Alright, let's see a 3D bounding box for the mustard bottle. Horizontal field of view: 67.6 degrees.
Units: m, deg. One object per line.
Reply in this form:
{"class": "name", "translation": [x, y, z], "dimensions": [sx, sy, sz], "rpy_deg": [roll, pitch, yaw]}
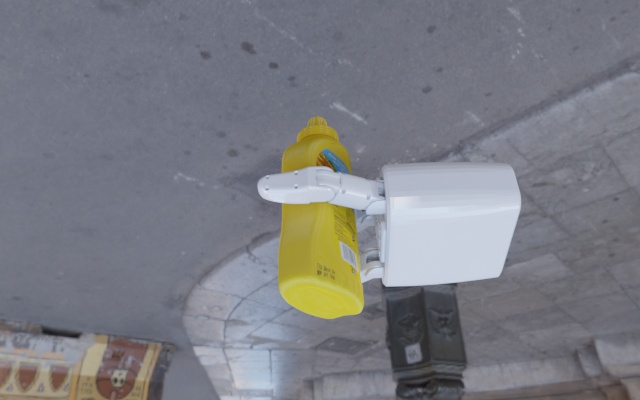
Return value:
{"class": "mustard bottle", "translation": [0.000, 0.002, 0.432], "dimensions": [0.058, 0.191, 0.096], "rpy_deg": [-17, -34, 23]}
